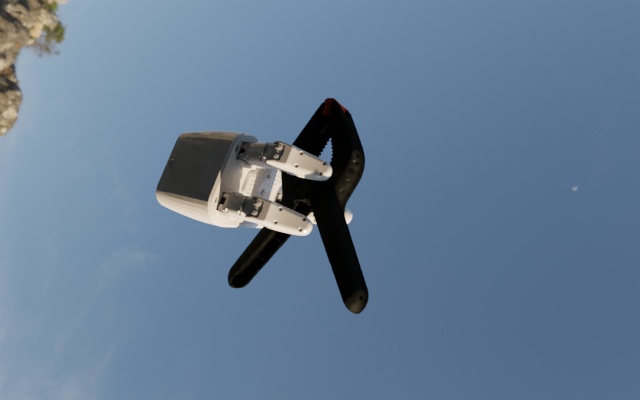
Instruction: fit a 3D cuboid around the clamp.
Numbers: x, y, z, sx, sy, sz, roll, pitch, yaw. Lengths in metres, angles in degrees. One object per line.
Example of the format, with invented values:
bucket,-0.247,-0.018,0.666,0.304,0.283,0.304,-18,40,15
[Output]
clamp,0.001,0.001,0.456,0.164,0.210,0.036,11,-13,41
